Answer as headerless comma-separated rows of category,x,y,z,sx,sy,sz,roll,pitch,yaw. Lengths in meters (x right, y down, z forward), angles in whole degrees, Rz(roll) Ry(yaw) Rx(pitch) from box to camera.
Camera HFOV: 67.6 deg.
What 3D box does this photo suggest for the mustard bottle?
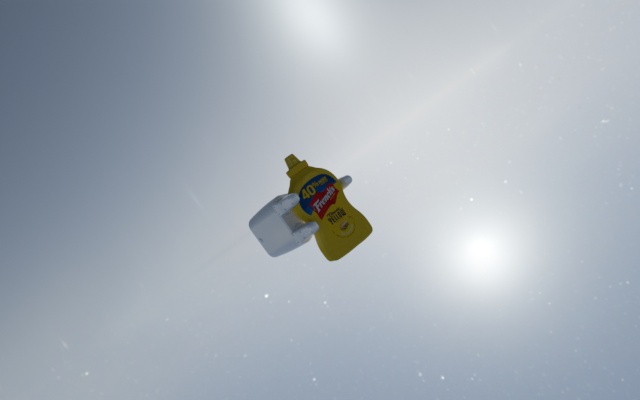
mustard bottle,0.000,0.003,0.817,0.096,0.191,0.058,-36,3,-20
